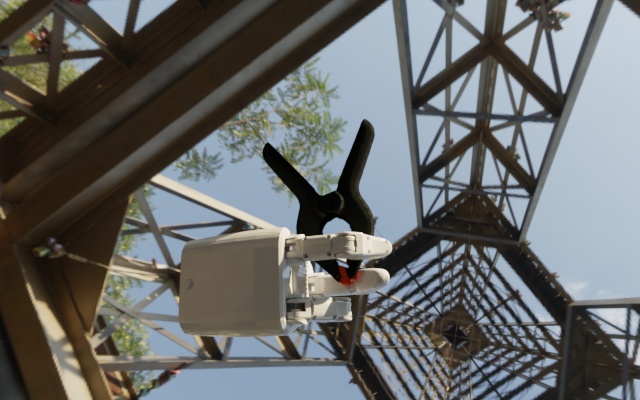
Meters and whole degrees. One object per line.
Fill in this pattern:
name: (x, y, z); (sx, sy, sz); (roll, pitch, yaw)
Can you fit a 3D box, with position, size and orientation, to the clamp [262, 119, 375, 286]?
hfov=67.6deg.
clamp: (0.000, 0.002, 0.491); (0.120, 0.171, 0.039); (-6, -17, 13)
